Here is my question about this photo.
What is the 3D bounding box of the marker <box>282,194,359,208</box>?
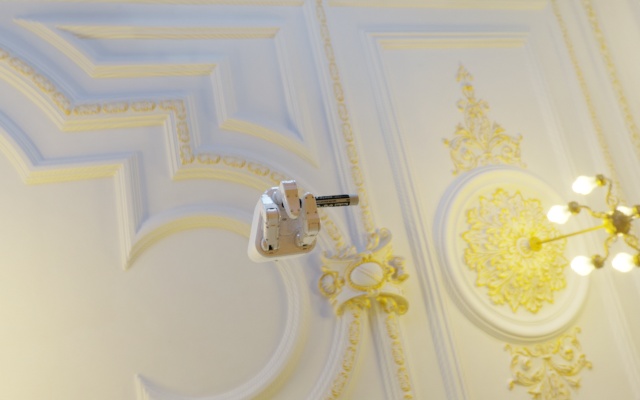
[{"bbox_3d":[0.000,0.002,0.732,0.121,0.020,0.020,-4,1,-19],"label":"marker"}]
